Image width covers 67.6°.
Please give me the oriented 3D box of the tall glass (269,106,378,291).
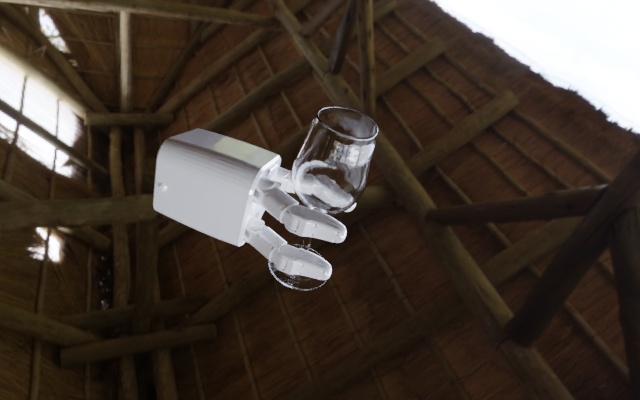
[{"bbox_3d":[0.000,0.002,0.512,0.079,0.201,0.079,13,35,-9],"label":"tall glass"}]
